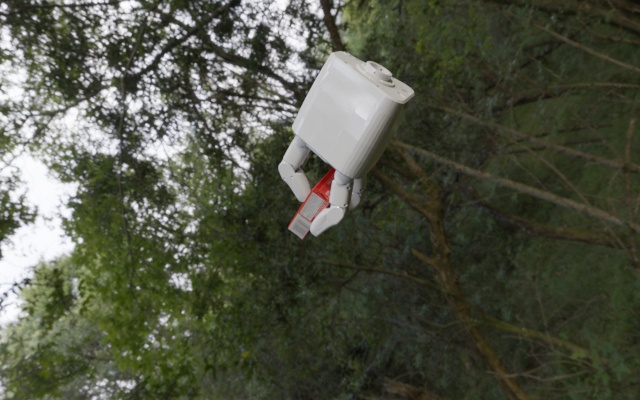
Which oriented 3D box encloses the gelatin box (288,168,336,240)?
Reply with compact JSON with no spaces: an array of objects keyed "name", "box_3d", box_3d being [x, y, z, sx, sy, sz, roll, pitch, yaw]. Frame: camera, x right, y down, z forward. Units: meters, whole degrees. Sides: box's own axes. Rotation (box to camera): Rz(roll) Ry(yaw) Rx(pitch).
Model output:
[{"name":"gelatin box","box_3d":[0.000,0.002,0.646,0.030,0.089,0.073,38,42,4]}]
